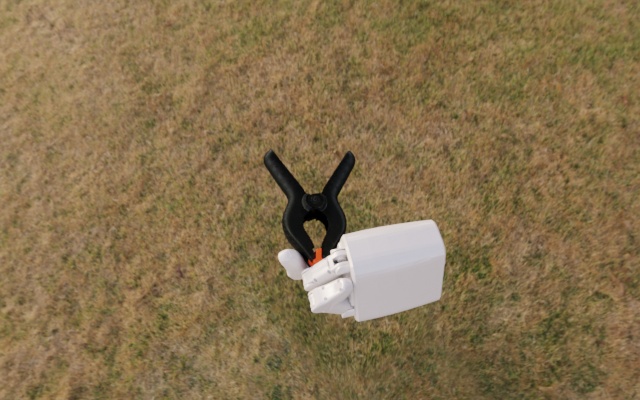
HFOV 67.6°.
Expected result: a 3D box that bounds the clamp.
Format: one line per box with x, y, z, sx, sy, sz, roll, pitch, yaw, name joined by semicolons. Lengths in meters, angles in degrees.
0.000;0.002;0.599;0.120;0.171;0.039;-11;-26;-6;clamp
